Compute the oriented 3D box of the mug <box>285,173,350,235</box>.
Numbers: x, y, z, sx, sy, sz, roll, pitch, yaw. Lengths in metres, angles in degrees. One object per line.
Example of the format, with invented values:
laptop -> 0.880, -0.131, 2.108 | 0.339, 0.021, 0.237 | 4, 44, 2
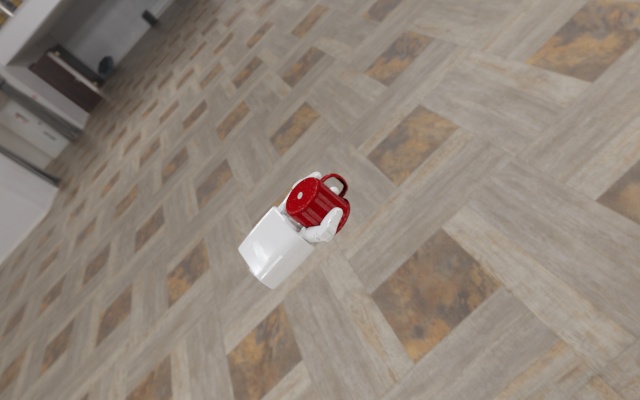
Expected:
mug -> 0.001, 0.002, 0.847 | 0.081, 0.117, 0.093 | 40, 3, -31
